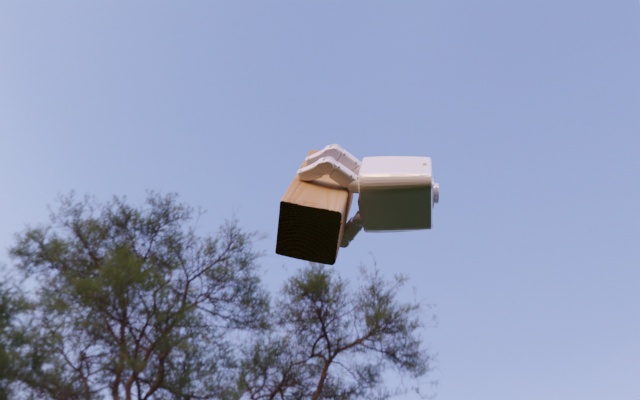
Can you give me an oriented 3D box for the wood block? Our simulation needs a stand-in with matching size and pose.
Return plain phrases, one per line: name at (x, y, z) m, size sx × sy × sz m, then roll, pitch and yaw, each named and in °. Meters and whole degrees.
wood block at (0.001, 0.003, 0.755) m, size 0.090 × 0.091 × 0.206 m, roll 10°, pitch 27°, yaw 7°
